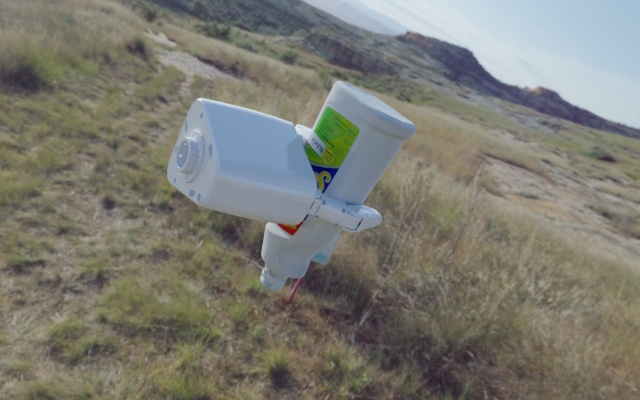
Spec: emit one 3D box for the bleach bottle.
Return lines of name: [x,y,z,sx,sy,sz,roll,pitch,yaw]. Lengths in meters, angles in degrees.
bleach bottle: [0.000,0.002,0.533,0.068,0.251,0.102,11,27,-40]
